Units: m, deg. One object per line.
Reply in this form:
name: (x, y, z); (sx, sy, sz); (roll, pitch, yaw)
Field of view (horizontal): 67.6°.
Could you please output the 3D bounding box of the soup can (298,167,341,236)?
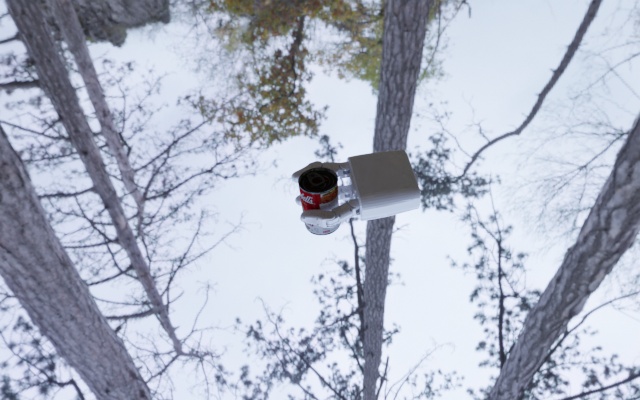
soup can: (0.000, 0.003, 0.830); (0.068, 0.102, 0.068); (-4, 42, 3)
